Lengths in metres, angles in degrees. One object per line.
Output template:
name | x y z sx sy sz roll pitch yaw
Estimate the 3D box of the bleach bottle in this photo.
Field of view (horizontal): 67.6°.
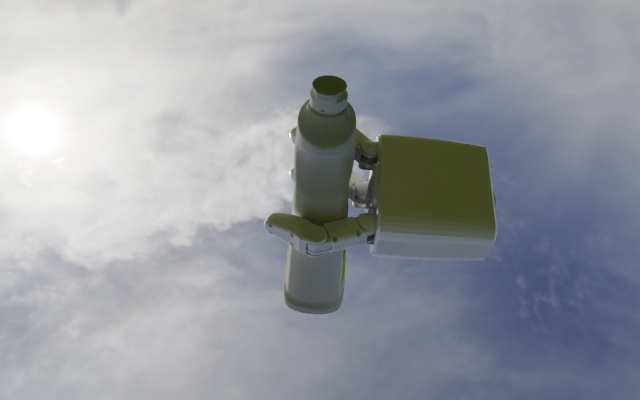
bleach bottle | 0.000 0.001 0.462 0.068 0.102 0.251 4 -44 0
